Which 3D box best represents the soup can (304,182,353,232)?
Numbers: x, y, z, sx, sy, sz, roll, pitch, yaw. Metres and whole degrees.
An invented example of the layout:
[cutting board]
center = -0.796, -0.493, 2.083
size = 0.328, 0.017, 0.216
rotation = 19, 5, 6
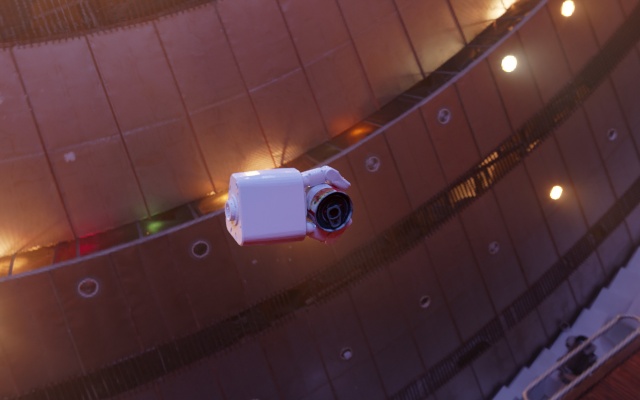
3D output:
[soup can]
center = 0.000, 0.002, 0.797
size = 0.068, 0.068, 0.102
rotation = 0, 18, -28
